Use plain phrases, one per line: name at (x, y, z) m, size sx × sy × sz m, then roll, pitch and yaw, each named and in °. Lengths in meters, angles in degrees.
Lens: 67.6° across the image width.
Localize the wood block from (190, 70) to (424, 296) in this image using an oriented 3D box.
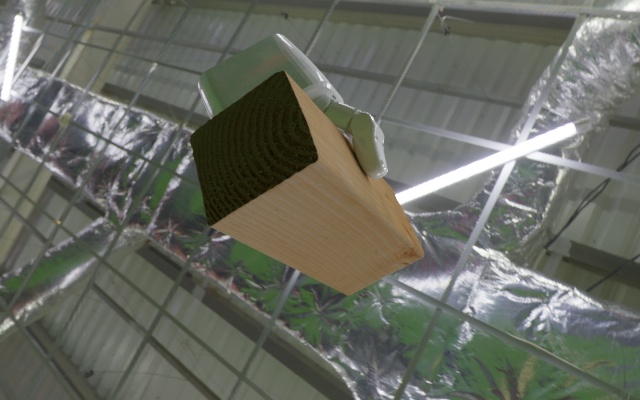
wood block at (0.000, 0.001, 0.404) m, size 0.091 × 0.090 × 0.206 m, roll -31°, pitch -35°, yaw 16°
